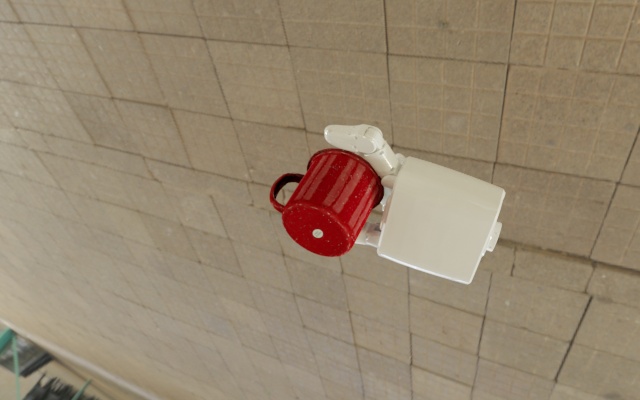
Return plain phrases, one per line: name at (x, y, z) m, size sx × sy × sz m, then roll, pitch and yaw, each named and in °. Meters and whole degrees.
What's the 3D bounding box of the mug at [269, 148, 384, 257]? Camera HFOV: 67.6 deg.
mug at (-0.001, 0.001, 0.512) m, size 0.117 × 0.081 × 0.093 m, roll 19°, pitch -40°, yaw 16°
